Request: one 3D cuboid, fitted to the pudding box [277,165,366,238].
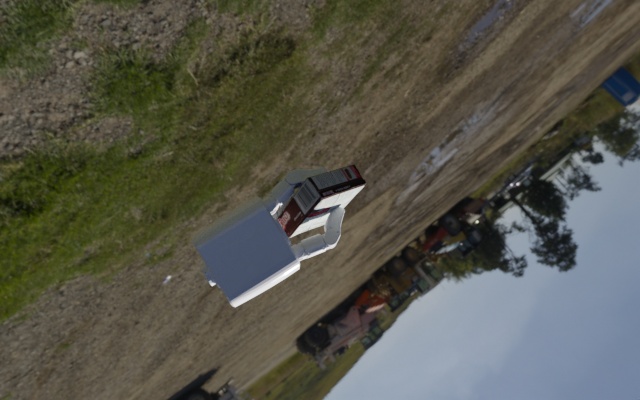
[{"bbox_3d":[0.000,0.002,0.681,0.090,0.039,0.113,-20,-19,-39],"label":"pudding box"}]
